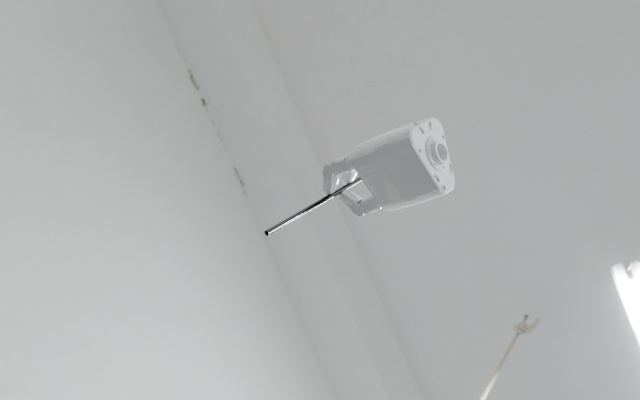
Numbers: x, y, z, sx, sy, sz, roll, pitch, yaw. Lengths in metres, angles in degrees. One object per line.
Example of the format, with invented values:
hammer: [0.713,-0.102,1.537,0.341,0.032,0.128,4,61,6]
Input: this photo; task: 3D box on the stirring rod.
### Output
stirring rod: [0.000,0.002,0.734,0.011,0.011,0.239,0,21,41]
